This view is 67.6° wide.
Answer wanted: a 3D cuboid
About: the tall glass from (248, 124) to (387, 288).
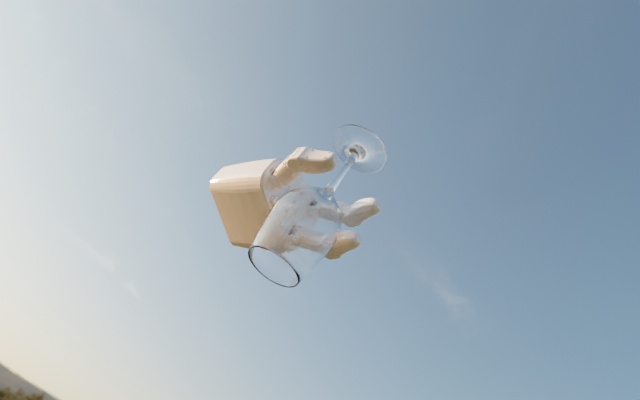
[{"bbox_3d":[0.001,0.001,0.537,0.079,0.079,0.201,0,41,40],"label":"tall glass"}]
